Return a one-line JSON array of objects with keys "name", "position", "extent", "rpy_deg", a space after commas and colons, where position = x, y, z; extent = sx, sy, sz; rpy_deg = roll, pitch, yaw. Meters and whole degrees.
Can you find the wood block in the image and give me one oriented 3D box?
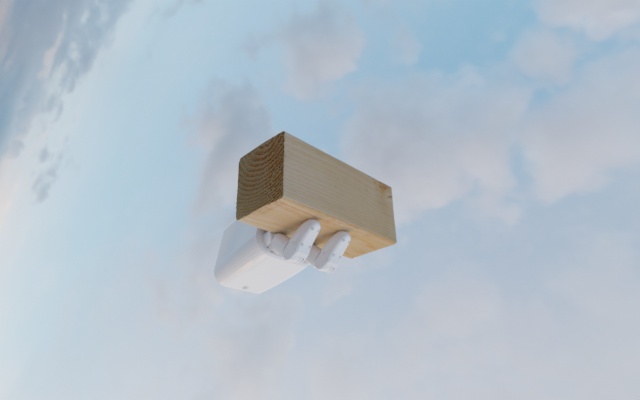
[{"name": "wood block", "position": [0.000, 0.002, 0.630], "extent": [0.090, 0.090, 0.206], "rpy_deg": [-25, -35, 38]}]
